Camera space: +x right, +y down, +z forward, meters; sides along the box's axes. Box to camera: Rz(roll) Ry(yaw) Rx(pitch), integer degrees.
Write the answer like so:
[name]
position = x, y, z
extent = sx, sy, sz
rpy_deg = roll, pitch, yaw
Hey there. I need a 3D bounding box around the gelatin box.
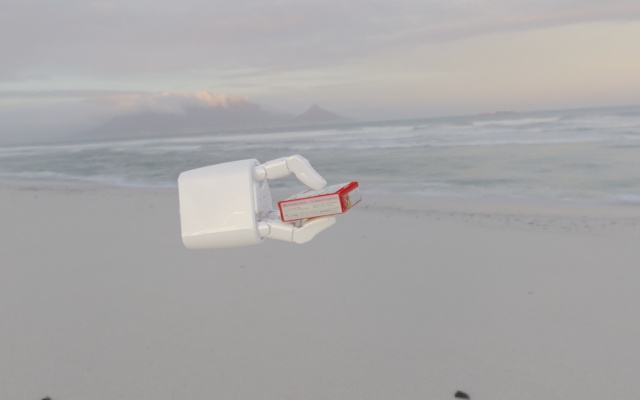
[gelatin box]
position = 0.000, 0.002, 0.621
extent = 0.089, 0.030, 0.073
rpy_deg = -10, 8, 24
